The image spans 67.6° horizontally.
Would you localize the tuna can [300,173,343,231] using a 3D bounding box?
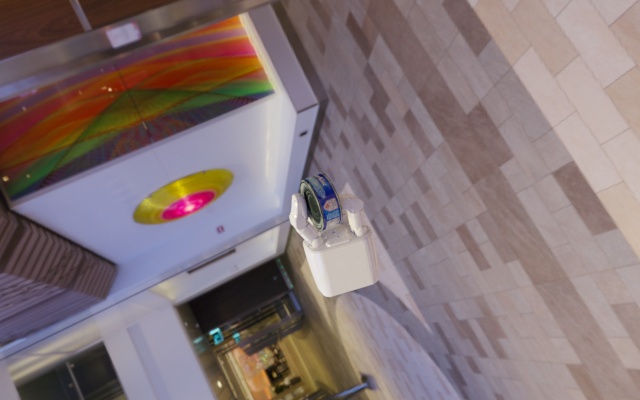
[{"bbox_3d":[0.000,0.003,0.738,0.034,0.086,0.086,-21,6,-16],"label":"tuna can"}]
